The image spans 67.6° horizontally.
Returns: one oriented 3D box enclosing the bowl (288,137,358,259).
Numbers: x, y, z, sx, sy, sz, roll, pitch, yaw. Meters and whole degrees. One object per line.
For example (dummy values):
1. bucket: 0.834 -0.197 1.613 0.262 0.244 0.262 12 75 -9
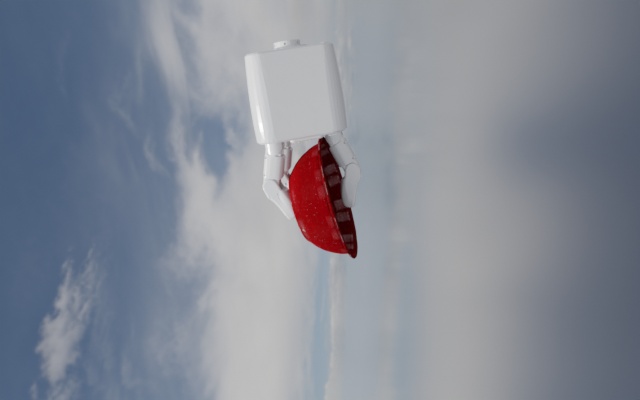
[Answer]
1. bowl: 0.000 0.003 0.615 0.055 0.162 0.162 -16 -3 11
